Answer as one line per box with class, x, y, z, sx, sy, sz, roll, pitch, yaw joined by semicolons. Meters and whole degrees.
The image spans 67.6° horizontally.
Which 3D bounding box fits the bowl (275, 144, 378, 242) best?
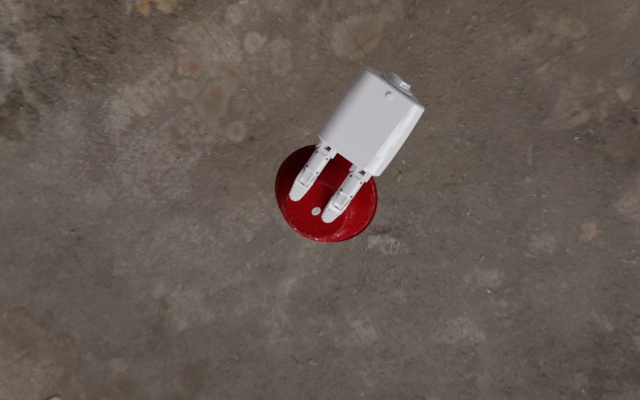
bowl;0.000;0.004;0.700;0.162;0.162;0.055;0;25;17
